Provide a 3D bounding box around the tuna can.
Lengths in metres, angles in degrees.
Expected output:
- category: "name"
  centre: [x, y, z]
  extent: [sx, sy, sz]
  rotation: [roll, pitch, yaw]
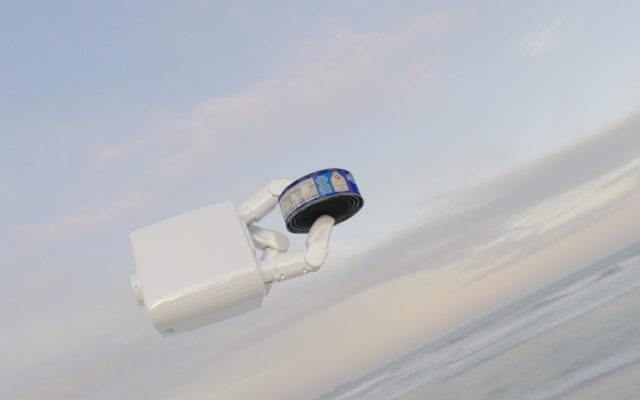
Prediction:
- category: "tuna can"
  centre: [0.000, 0.001, 0.501]
  extent: [0.086, 0.033, 0.086]
  rotation: [-18, -22, -7]
